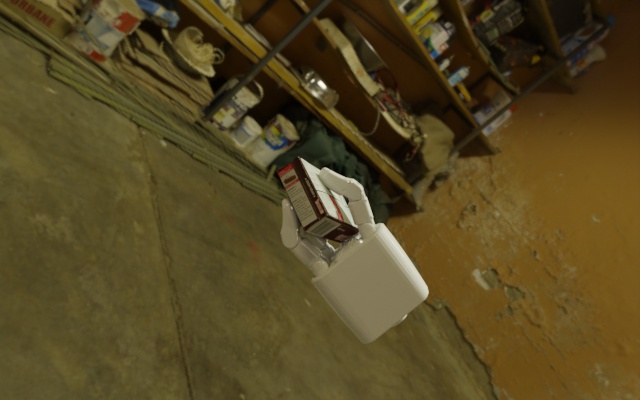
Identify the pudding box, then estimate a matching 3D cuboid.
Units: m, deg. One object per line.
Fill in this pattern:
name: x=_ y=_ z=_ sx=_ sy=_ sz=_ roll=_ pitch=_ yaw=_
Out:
pudding box: x=0.000 y=0.002 z=0.609 sx=0.039 sy=0.090 sz=0.113 roll=-33 pitch=-24 yaw=14
